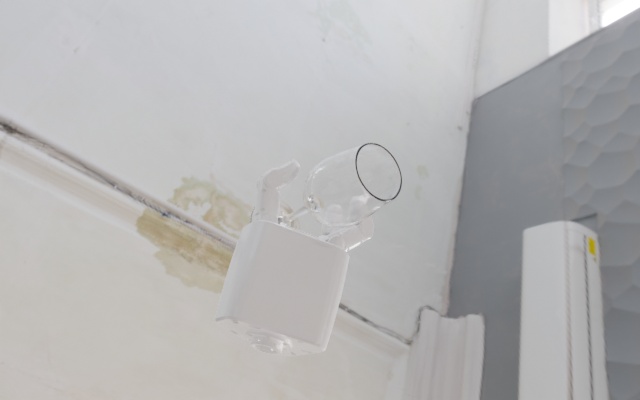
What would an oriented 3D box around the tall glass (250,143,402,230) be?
[{"bbox_3d":[0.000,0.002,0.543,0.079,0.079,0.201,0,-18,-38],"label":"tall glass"}]
